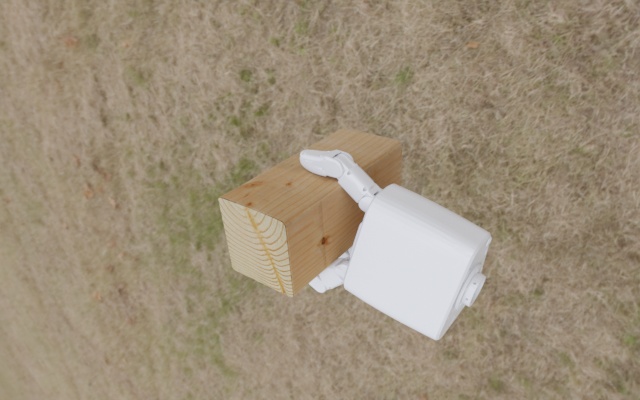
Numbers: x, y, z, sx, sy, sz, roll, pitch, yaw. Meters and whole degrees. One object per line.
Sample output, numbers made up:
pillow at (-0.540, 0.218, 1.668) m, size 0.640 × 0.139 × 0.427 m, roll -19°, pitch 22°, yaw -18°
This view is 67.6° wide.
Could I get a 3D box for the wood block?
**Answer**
wood block at (0.000, 0.002, 0.531) m, size 0.090 × 0.091 × 0.206 m, roll 18°, pitch 37°, yaw 34°
